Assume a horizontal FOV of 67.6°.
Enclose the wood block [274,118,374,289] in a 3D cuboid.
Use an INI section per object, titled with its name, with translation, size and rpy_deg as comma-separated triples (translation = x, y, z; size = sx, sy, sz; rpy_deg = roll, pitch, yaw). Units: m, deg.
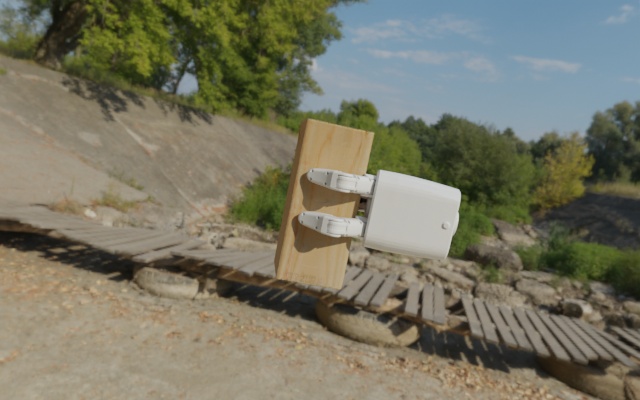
[wood block]
translation = 0.000, 0.002, 0.644
size = 0.090, 0.206, 0.091
rpy_deg = 11, 6, -8
